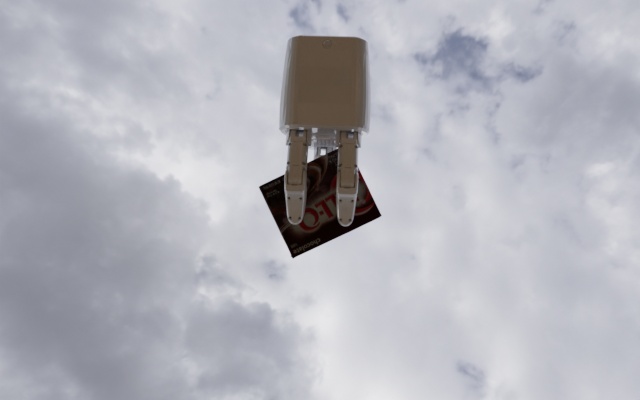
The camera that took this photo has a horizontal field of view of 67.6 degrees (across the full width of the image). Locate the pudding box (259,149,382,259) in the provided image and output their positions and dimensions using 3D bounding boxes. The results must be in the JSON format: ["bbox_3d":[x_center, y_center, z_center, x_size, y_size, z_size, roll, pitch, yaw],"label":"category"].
[{"bbox_3d":[0.000,0.002,0.544,0.113,0.090,0.039,-26,-4,0],"label":"pudding box"}]
